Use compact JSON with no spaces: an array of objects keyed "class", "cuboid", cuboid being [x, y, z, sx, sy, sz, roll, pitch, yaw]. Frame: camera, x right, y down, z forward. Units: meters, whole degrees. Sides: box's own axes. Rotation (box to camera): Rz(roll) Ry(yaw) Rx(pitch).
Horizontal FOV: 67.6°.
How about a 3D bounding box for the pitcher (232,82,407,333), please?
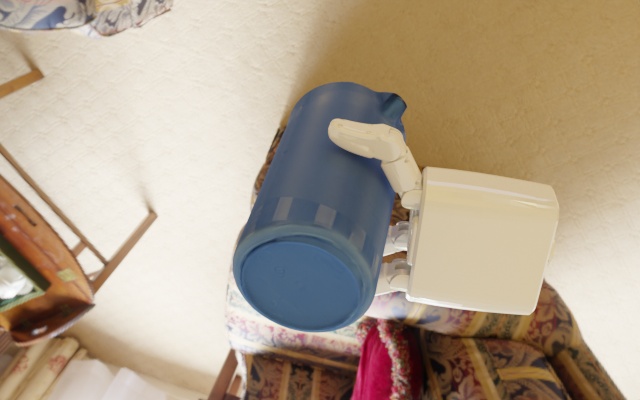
[{"class":"pitcher","cuboid":[0.000,0.001,0.444,0.145,0.149,0.242,7,35,8]}]
